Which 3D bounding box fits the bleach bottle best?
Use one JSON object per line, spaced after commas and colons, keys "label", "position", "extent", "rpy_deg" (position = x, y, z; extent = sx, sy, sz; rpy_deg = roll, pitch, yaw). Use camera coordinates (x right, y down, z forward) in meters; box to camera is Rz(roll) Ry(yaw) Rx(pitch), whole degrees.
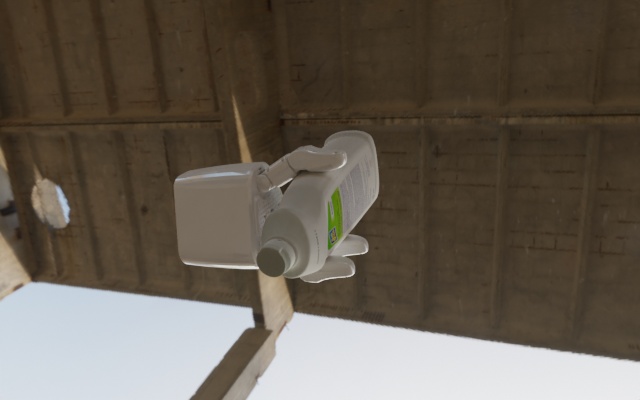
{"label": "bleach bottle", "position": [0.000, 0.002, 0.514], "extent": [0.068, 0.102, 0.250], "rpy_deg": [-2, 20, 23]}
